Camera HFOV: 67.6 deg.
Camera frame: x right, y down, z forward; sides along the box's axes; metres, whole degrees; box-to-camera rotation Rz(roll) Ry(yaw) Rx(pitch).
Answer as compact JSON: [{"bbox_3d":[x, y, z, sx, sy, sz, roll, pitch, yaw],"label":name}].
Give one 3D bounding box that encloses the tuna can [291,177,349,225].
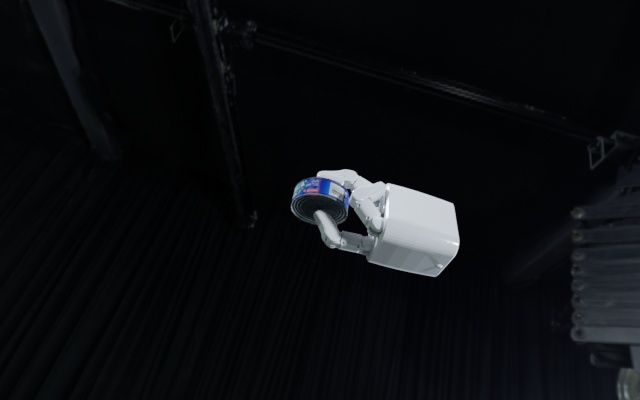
[{"bbox_3d":[0.000,0.002,0.718,0.086,0.033,0.086,7,-33,5],"label":"tuna can"}]
